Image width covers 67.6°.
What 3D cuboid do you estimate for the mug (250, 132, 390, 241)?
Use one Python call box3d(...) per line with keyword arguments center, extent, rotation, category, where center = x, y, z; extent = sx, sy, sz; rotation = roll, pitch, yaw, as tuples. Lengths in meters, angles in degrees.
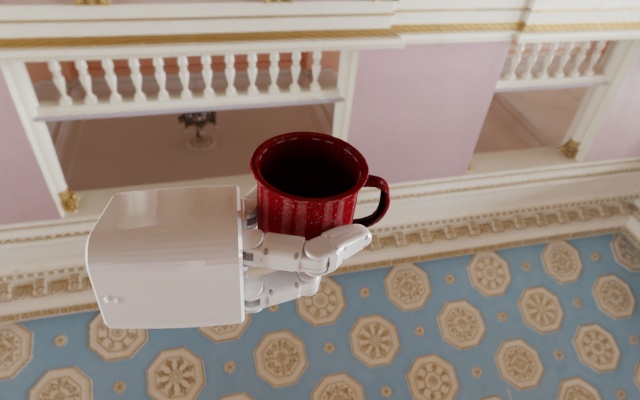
box3d(center=(0.001, 0.001, 0.402), extent=(0.117, 0.082, 0.093), rotation=(0, 41, -8), category="mug")
